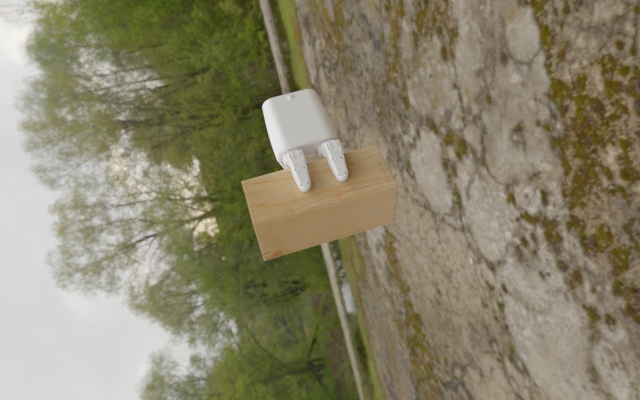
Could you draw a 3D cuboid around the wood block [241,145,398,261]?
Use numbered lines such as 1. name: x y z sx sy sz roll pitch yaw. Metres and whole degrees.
1. wood block: 0.000 0.002 0.704 0.206 0.090 0.091 -16 -38 -8
